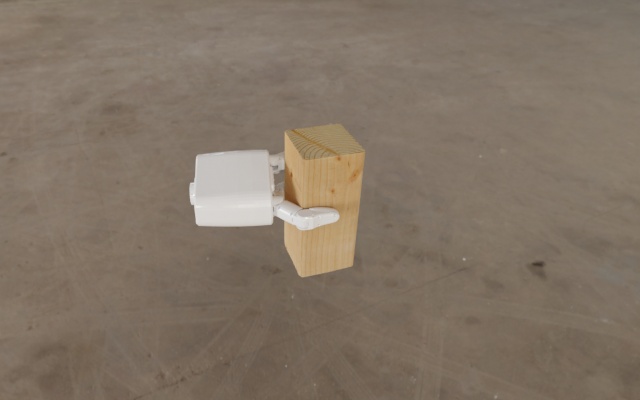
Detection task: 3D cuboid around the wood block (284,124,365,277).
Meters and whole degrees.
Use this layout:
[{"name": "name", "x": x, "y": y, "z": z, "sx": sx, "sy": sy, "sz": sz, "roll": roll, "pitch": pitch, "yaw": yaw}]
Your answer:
[{"name": "wood block", "x": 0.000, "y": 0.002, "z": 0.714, "sx": 0.090, "sy": 0.206, "sz": 0.090, "roll": -10, "pitch": 36, "yaw": -18}]
